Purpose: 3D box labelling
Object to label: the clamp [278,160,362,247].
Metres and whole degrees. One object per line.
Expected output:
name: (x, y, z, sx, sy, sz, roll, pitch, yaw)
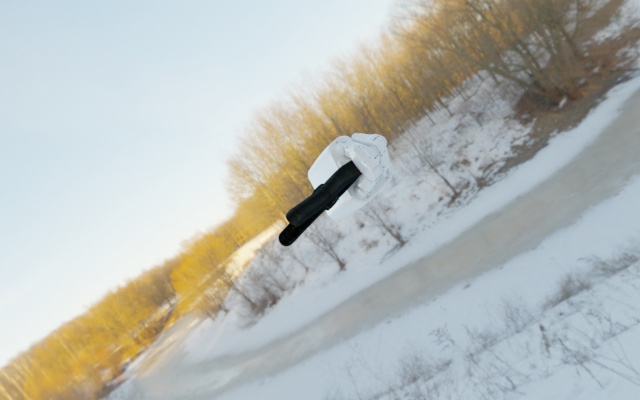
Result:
clamp: (0.000, 0.002, 0.712, 0.171, 0.039, 0.120, -39, -4, -30)
